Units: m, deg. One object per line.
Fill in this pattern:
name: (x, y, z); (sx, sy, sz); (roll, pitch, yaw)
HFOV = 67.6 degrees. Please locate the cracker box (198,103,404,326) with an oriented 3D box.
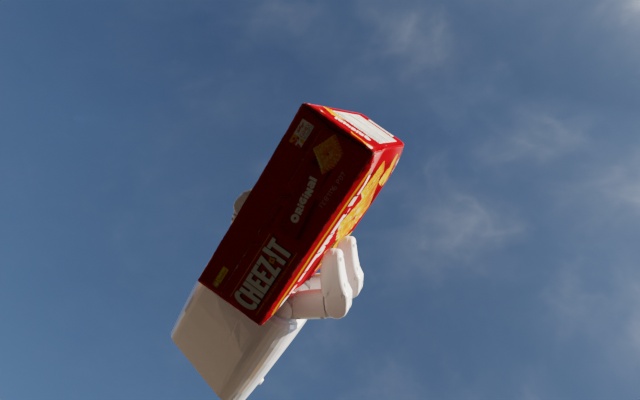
cracker box: (0.000, 0.001, 0.446); (0.072, 0.164, 0.213); (35, 15, 8)
